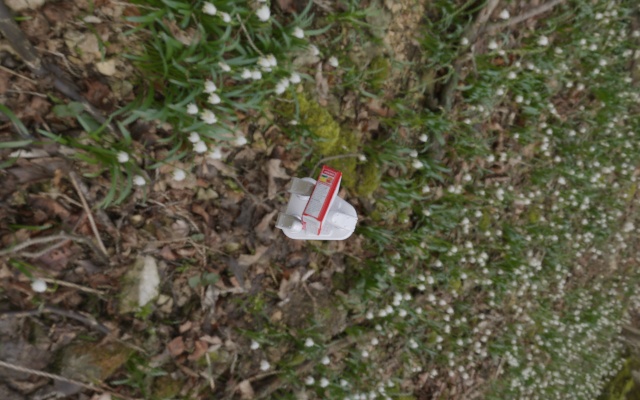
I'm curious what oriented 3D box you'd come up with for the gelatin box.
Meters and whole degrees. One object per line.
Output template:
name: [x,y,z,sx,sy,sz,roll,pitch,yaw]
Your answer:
gelatin box: [0.001,0.002,0.647,0.030,0.073,0.089,22,-15,4]
